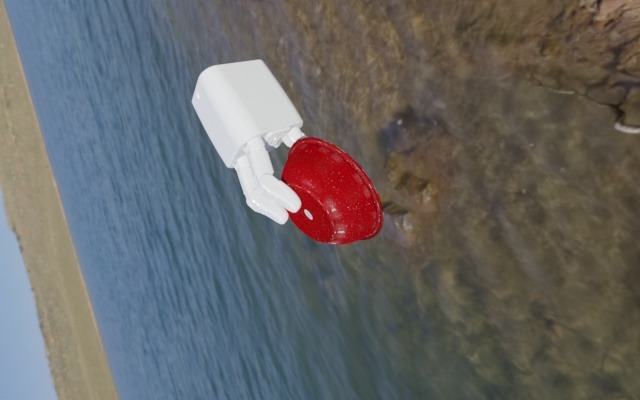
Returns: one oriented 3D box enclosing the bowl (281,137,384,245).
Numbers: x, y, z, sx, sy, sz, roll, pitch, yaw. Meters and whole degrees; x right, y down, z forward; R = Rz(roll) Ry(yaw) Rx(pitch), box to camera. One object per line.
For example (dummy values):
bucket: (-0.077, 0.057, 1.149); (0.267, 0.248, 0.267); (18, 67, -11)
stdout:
bowl: (0.001, 0.003, 0.610); (0.055, 0.162, 0.162); (-42, 24, -30)
